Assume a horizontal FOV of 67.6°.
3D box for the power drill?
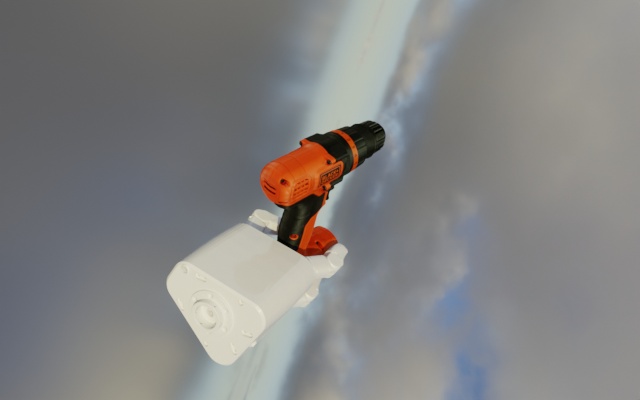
[{"bbox_3d":[0.000,0.002,0.577,0.057,0.188,0.184,36,46,29],"label":"power drill"}]
